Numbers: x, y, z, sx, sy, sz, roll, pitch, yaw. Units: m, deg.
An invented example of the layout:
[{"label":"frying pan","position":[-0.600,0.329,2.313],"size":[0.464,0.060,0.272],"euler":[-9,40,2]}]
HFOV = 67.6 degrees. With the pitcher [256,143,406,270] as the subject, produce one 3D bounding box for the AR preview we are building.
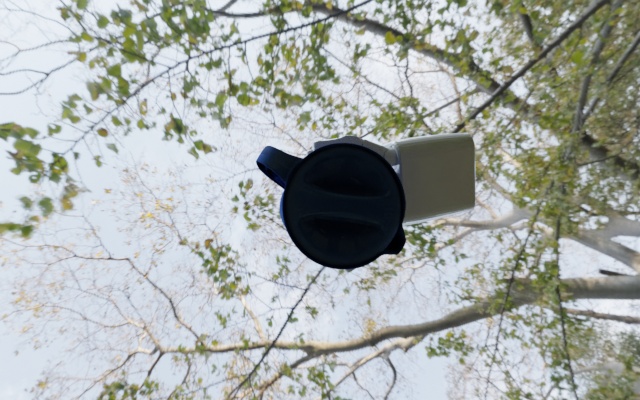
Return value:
[{"label":"pitcher","position":[0.000,0.002,0.611],"size":[0.145,0.149,0.243],"euler":[-12,1,-9]}]
